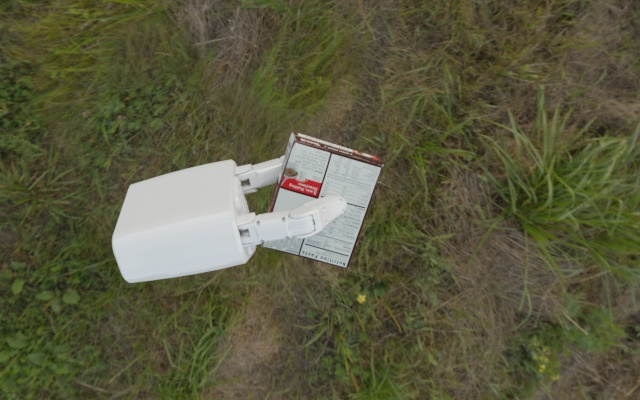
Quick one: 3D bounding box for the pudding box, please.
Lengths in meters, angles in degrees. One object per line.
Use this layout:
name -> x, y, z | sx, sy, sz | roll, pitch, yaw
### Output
pudding box -> 0.000, 0.002, 0.459 | 0.090, 0.113, 0.039 | 16, 17, -9
